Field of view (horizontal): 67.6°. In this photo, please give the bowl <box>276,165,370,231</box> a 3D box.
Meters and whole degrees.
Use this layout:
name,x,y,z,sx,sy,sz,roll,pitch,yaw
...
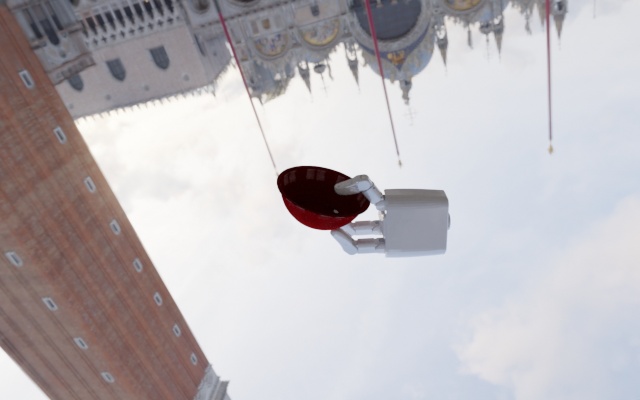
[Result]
name,x,y,z,sx,sy,sz,roll,pitch,yaw
bowl,-0.001,0.003,0.811,0.162,0.055,0.162,12,31,-7
